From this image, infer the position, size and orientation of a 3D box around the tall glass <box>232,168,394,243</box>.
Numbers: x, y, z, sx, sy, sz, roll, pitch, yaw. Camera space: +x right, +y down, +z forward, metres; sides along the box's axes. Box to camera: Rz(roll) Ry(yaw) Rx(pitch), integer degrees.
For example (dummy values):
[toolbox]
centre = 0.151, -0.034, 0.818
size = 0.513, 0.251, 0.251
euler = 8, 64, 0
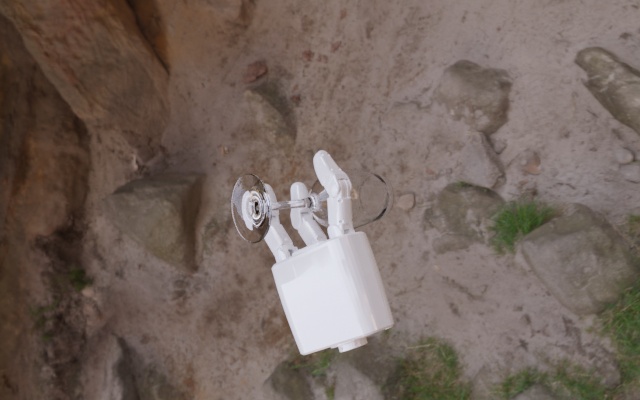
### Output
[tall glass]
centre = 0.000, 0.002, 0.569
size = 0.201, 0.079, 0.079
euler = -6, 4, -41
